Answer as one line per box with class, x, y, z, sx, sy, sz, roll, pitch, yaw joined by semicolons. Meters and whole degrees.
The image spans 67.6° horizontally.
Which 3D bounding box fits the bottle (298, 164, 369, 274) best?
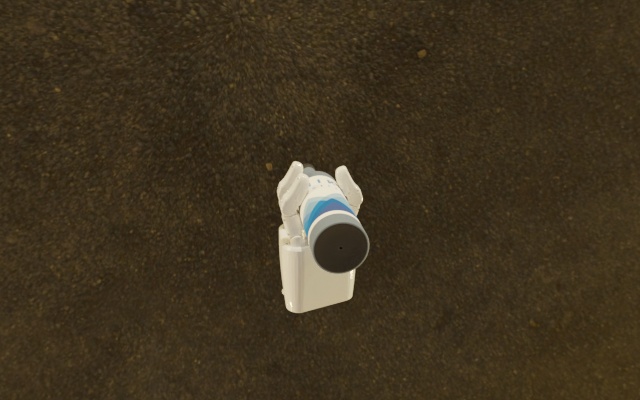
bottle;0.000;0.002;0.674;0.069;0.069;0.295;0;21;-10
